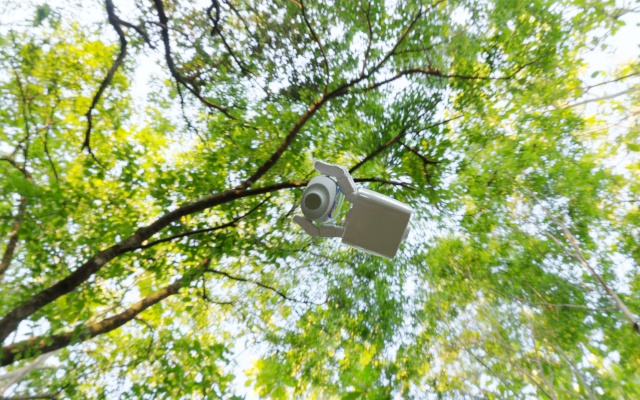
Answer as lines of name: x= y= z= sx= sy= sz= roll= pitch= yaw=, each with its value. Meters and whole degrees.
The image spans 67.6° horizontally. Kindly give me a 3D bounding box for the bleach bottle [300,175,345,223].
bleach bottle: x=0.000 y=0.003 z=0.899 sx=0.068 sy=0.102 sz=0.251 roll=21 pitch=6 yaw=6
